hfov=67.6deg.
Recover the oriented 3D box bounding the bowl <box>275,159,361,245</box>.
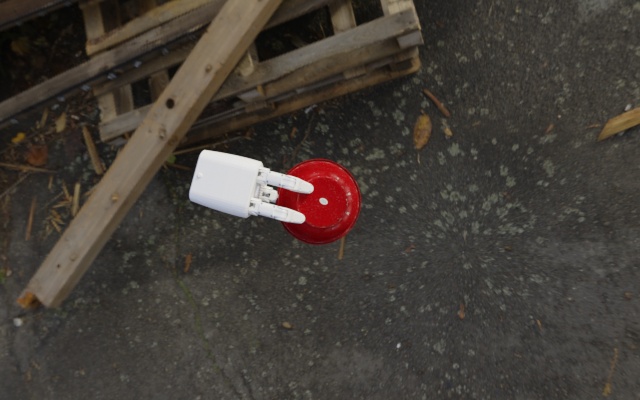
[{"bbox_3d":[0.002,0.003,0.871,0.162,0.162,0.055,0,0,-8],"label":"bowl"}]
